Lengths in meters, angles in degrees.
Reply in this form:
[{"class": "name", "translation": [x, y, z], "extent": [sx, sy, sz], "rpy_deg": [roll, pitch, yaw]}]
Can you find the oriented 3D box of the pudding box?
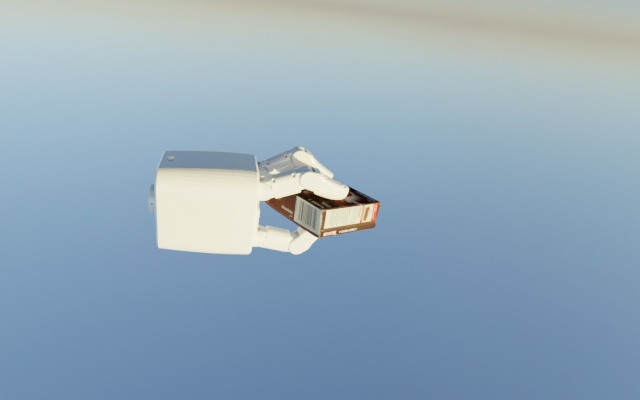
[{"class": "pudding box", "translation": [0.000, 0.002, 0.570], "extent": [0.090, 0.039, 0.113], "rpy_deg": [-8, 28, -39]}]
